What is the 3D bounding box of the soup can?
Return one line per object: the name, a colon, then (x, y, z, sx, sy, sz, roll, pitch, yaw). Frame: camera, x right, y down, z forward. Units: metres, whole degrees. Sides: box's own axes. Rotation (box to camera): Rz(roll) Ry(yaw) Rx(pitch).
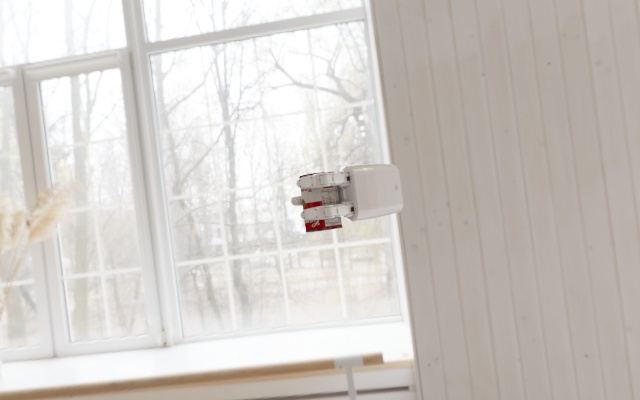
soup can: (0.000, 0.003, 0.854, 0.068, 0.102, 0.068, -7, -1, 0)
